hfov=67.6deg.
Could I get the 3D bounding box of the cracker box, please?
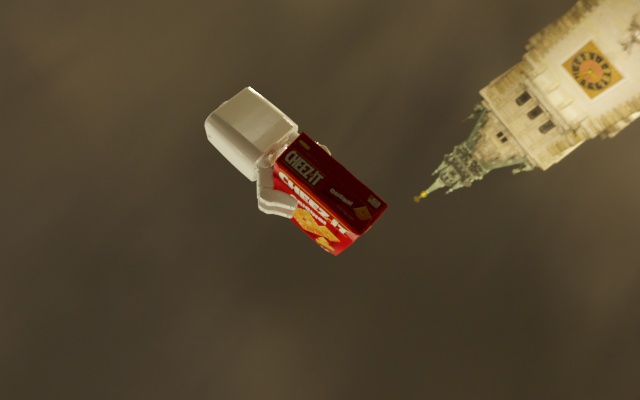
[{"bbox_3d":[0.000,0.002,0.768,0.164,0.072,0.214,41,-16,3],"label":"cracker box"}]
